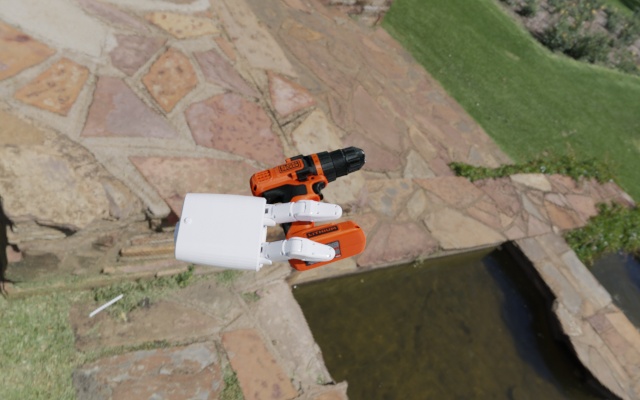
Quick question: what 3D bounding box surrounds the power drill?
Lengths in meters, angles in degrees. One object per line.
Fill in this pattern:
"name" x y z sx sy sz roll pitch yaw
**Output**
"power drill" 0.000 0.003 0.689 0.184 0.057 0.187 -18 44 -4
